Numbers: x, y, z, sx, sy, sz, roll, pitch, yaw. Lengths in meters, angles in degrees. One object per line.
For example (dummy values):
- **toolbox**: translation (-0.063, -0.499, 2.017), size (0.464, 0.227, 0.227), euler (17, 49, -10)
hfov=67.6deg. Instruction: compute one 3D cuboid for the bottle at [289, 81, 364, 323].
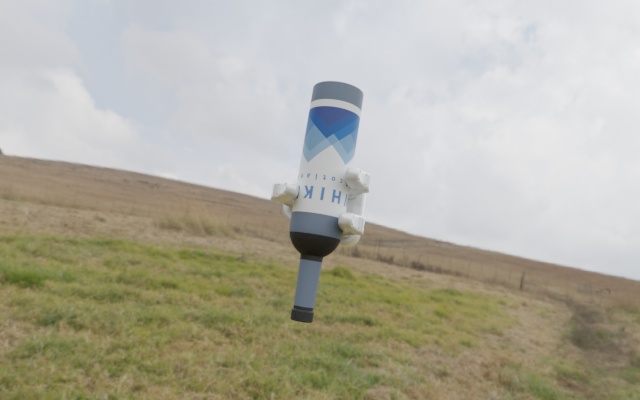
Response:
- **bottle**: translation (0.000, 0.002, 0.598), size (0.069, 0.295, 0.069), euler (9, -8, 1)
